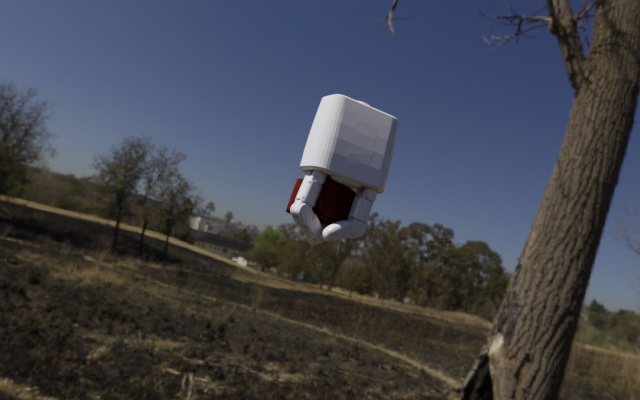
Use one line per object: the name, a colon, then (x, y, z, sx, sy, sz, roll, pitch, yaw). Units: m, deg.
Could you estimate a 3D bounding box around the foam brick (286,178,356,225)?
foam brick: (0.000, 0.002, 0.660, 0.053, 0.051, 0.078, 25, -13, -36)
